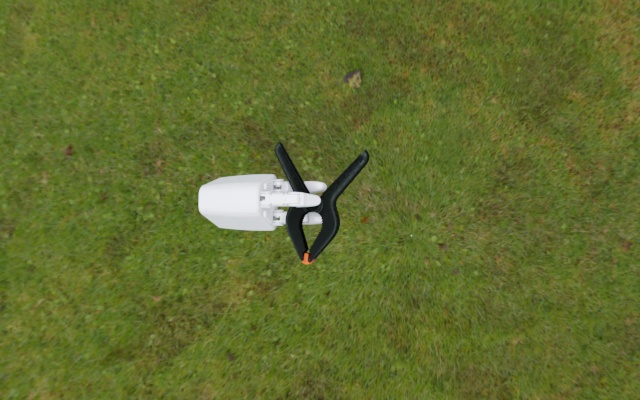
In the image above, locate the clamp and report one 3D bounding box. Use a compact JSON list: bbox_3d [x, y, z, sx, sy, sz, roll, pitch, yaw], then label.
[{"bbox_3d":[0.000,0.003,0.808,0.164,0.210,0.036,0,-4,14],"label":"clamp"}]
